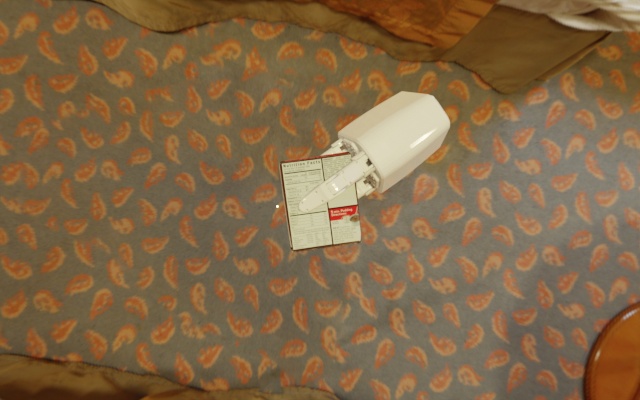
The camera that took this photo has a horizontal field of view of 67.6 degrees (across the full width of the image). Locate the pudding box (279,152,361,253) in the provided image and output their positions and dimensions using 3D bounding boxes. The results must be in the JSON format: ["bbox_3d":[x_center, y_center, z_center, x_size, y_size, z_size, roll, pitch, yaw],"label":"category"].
[{"bbox_3d":[0.000,0.002,0.585,0.090,0.113,0.039,-7,1,-3],"label":"pudding box"}]
